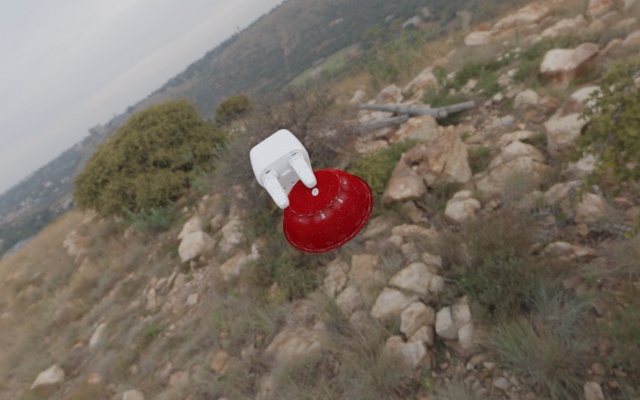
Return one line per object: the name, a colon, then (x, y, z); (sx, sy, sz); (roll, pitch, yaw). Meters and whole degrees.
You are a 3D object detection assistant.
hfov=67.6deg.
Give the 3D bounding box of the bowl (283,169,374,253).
bowl: (0.001, 0.003, 0.763); (0.162, 0.162, 0.055); (0, -37, 30)
